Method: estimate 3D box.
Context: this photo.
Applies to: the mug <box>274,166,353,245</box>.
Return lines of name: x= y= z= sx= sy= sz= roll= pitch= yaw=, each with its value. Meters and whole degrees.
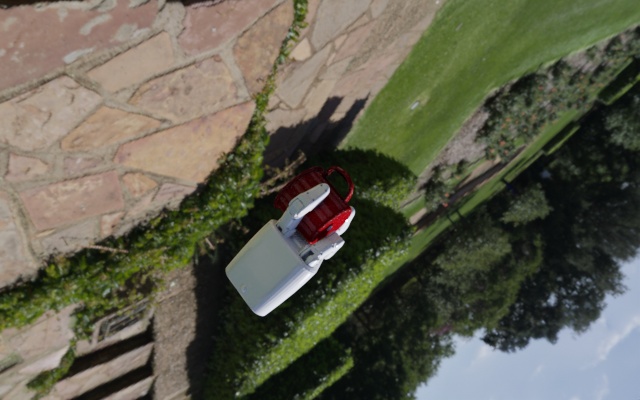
mug: x=0.001 y=0.001 z=0.699 sx=0.117 sy=0.081 sz=0.093 roll=-44 pitch=-16 yaw=15
